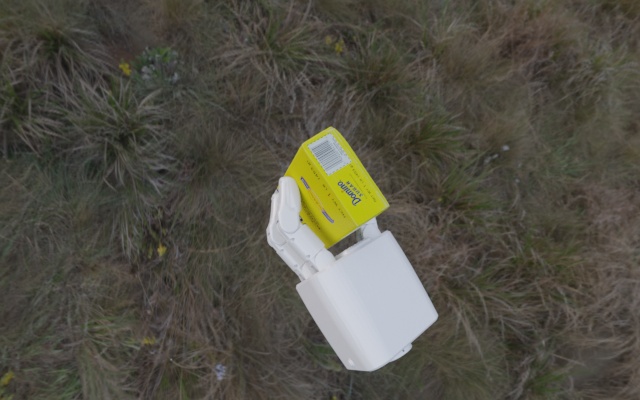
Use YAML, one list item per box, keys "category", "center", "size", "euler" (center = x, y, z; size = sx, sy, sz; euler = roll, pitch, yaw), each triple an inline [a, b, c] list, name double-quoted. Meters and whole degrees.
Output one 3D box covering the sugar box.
- category: "sugar box"
  center: [0.000, 0.002, 0.509]
  size: [0.048, 0.093, 0.176]
  euler: [-31, -7, -24]
